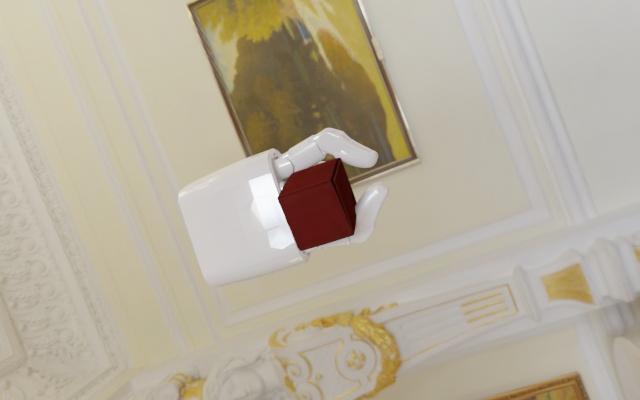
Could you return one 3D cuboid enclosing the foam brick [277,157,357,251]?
[{"bbox_3d":[0.000,0.001,0.427,0.051,0.053,0.078,-17,16,12],"label":"foam brick"}]
